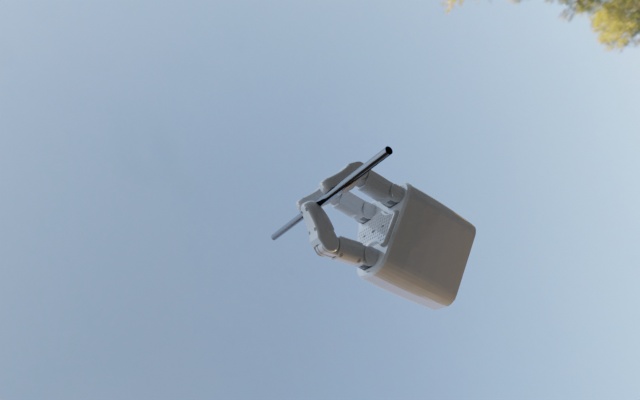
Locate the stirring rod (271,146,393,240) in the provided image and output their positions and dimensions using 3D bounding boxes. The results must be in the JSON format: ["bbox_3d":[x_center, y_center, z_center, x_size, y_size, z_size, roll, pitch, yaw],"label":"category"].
[{"bbox_3d":[0.000,0.002,0.501,0.011,0.011,0.240,0,-22,-31],"label":"stirring rod"}]
